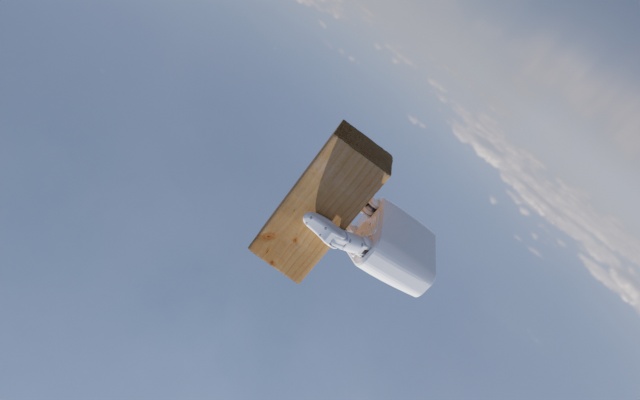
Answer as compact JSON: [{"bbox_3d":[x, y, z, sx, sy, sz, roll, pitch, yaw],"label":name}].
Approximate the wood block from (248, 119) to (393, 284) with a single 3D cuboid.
[{"bbox_3d":[0.000,0.003,0.662,0.090,0.206,0.090,36,23,-5],"label":"wood block"}]
